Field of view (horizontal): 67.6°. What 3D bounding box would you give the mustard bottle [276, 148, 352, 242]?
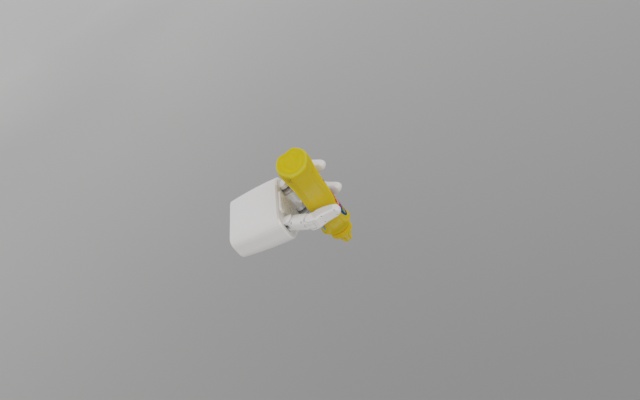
[{"bbox_3d":[0.000,0.002,0.814,0.058,0.192,0.096,-37,30,-1],"label":"mustard bottle"}]
